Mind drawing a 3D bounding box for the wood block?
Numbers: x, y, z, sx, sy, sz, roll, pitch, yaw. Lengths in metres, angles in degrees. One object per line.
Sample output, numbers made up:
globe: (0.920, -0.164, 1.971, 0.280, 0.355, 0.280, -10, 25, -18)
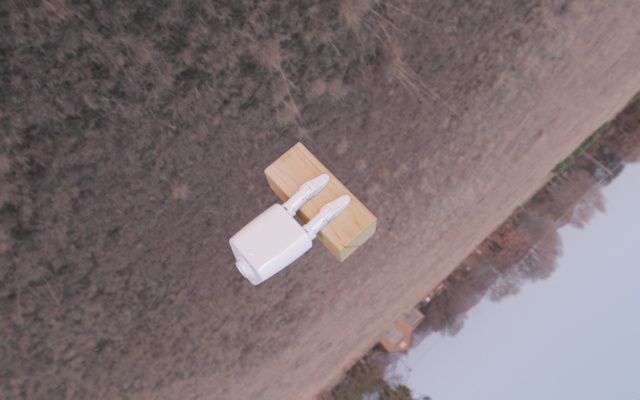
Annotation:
wood block: (0.000, 0.003, 0.887, 0.090, 0.206, 0.091, -41, -17, -11)
